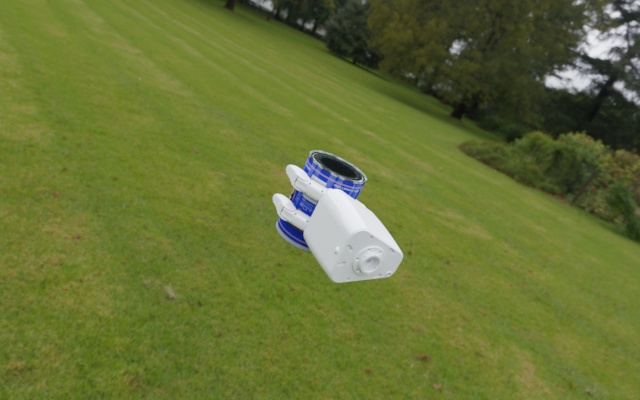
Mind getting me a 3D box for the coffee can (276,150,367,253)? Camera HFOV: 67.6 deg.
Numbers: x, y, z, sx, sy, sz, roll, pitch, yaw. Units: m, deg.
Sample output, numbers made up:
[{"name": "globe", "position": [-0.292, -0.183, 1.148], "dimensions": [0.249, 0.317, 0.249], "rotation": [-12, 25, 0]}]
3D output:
[{"name": "coffee can", "position": [0.000, 0.003, 0.791], "dimensions": [0.103, 0.140, 0.102], "rotation": [23, 20, -9]}]
